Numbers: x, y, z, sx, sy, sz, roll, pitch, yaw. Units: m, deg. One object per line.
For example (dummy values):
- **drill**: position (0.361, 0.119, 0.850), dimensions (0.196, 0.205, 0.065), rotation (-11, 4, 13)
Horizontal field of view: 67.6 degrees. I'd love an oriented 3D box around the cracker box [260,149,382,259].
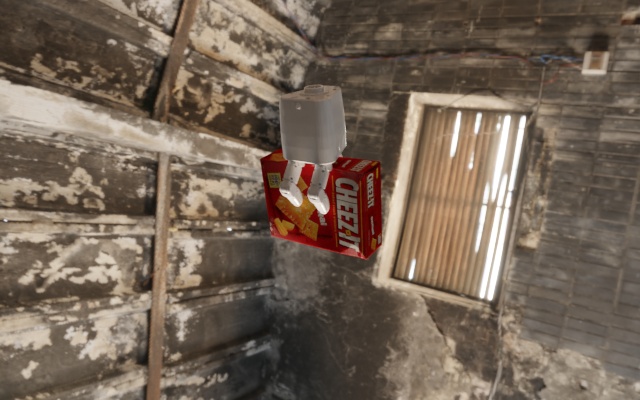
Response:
- **cracker box**: position (0.000, 0.003, 0.864), dimensions (0.213, 0.164, 0.072), rotation (11, 29, 31)
